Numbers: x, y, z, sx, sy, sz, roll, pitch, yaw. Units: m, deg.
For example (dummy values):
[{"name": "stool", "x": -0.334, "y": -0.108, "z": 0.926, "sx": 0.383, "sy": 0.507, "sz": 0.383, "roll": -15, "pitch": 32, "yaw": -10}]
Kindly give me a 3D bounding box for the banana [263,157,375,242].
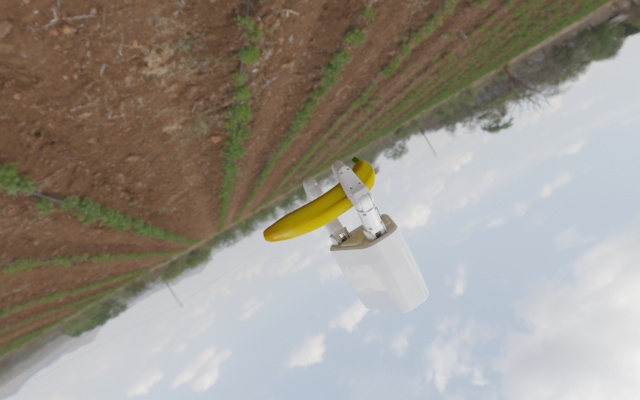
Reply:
[{"name": "banana", "x": 0.014, "y": -0.001, "z": 0.624, "sx": 0.197, "sy": 0.037, "sz": 0.069, "roll": -38, "pitch": 20, "yaw": -33}]
